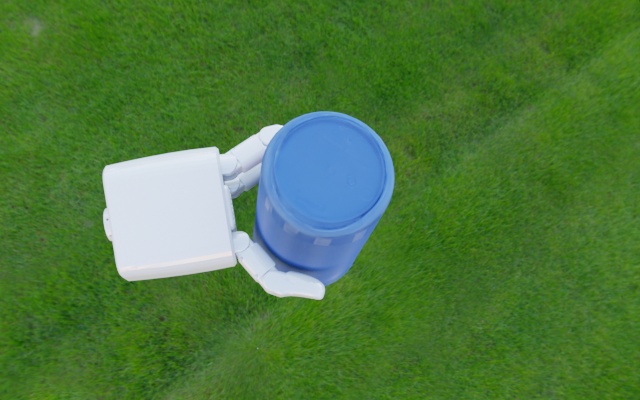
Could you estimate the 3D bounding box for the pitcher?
[{"bbox_3d":[0.000,0.002,0.489,0.145,0.149,0.243,-9,-16,-9],"label":"pitcher"}]
